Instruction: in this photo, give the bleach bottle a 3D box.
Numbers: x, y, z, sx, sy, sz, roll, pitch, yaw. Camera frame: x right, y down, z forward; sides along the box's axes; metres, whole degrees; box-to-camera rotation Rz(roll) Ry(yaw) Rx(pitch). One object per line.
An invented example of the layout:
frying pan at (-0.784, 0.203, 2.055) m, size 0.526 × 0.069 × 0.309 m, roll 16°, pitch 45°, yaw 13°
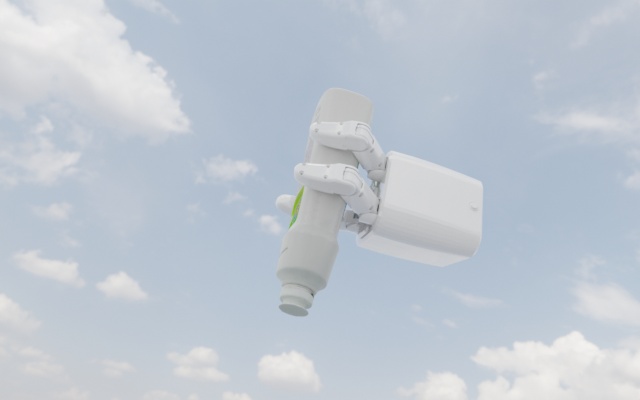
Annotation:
bleach bottle at (0.000, 0.002, 0.505) m, size 0.068 × 0.250 × 0.103 m, roll 17°, pitch -33°, yaw -3°
